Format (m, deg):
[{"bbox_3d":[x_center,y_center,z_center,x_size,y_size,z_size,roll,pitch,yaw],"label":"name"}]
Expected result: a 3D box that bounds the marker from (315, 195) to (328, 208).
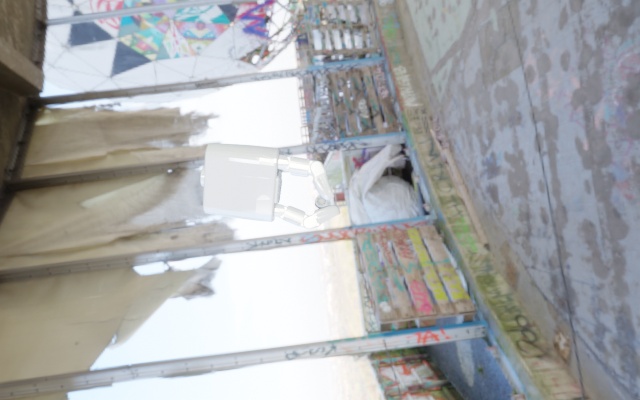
[{"bbox_3d":[0.000,0.003,0.764,0.020,0.020,0.121,0,-2,-1],"label":"marker"}]
